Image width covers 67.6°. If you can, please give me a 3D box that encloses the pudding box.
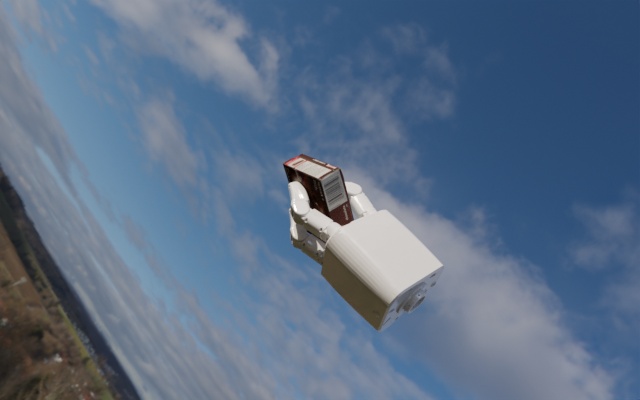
[{"bbox_3d":[0.000,0.002,0.634,0.039,0.113,0.090,-29,31,-26],"label":"pudding box"}]
